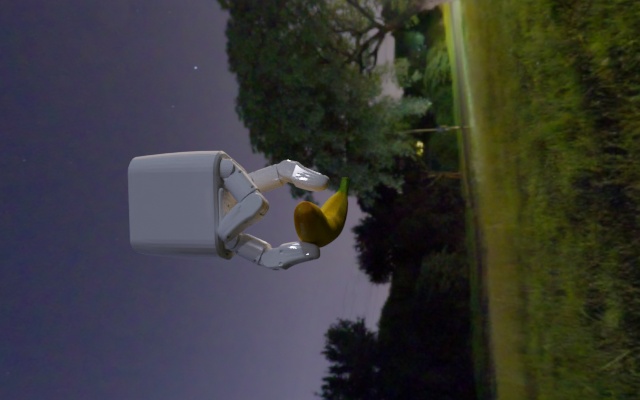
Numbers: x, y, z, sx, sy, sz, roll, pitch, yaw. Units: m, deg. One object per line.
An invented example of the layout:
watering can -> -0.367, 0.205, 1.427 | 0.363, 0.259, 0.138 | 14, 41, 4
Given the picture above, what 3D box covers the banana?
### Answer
banana -> 0.002, 0.020, 0.546 | 0.037, 0.069, 0.197 | 0, 10, 13
